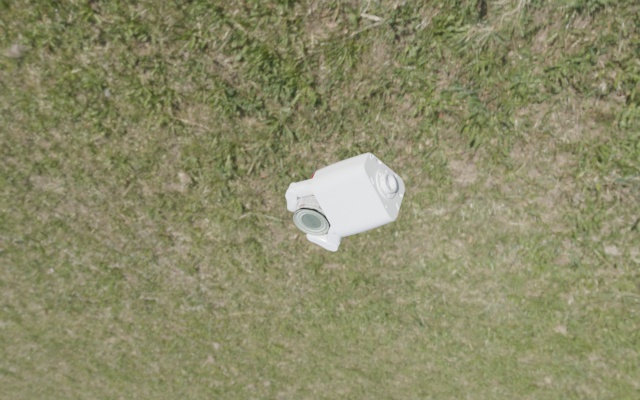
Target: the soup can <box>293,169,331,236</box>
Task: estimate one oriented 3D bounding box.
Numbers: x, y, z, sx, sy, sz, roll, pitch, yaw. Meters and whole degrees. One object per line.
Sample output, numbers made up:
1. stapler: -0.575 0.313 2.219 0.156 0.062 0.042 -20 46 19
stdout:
1. soup can: 0.000 0.003 0.833 0.068 0.068 0.102 0 44 26
